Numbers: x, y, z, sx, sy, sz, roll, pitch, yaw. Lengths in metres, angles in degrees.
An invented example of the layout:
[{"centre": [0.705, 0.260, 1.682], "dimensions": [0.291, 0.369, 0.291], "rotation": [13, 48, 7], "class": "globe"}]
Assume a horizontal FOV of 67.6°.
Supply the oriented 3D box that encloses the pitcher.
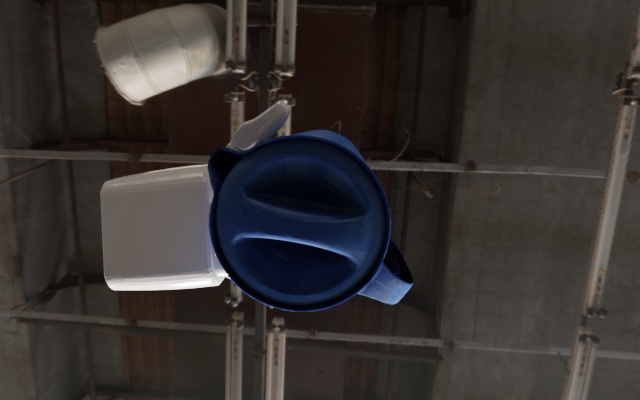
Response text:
[{"centre": [0.000, 0.001, 0.457], "dimensions": [0.145, 0.149, 0.242], "rotation": [-8, 12, 6], "class": "pitcher"}]
